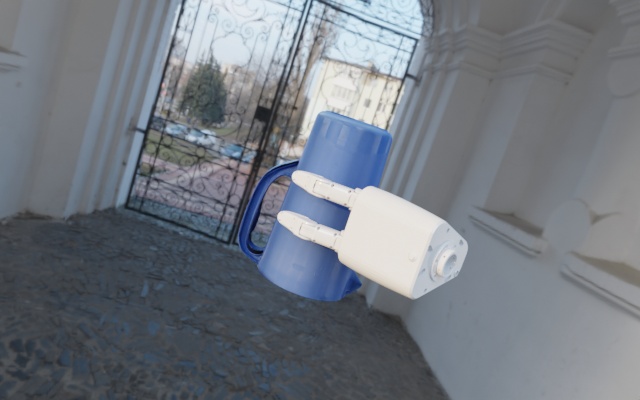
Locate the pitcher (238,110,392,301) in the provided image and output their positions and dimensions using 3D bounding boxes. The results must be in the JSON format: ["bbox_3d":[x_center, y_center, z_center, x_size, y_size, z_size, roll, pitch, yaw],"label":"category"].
[{"bbox_3d":[0.000,0.002,0.662,0.149,0.243,0.145,10,13,-46],"label":"pitcher"}]
